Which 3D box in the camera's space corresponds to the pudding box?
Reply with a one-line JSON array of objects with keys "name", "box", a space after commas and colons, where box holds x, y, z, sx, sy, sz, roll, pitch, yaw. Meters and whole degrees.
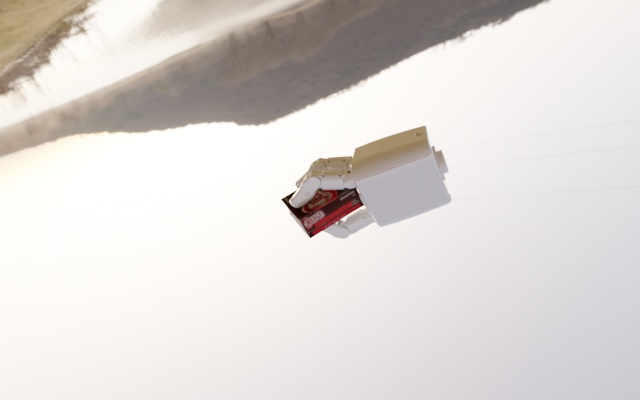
[{"name": "pudding box", "box": [0.000, 0.002, 0.686, 0.090, 0.039, 0.113, -30, 19, -8]}]
